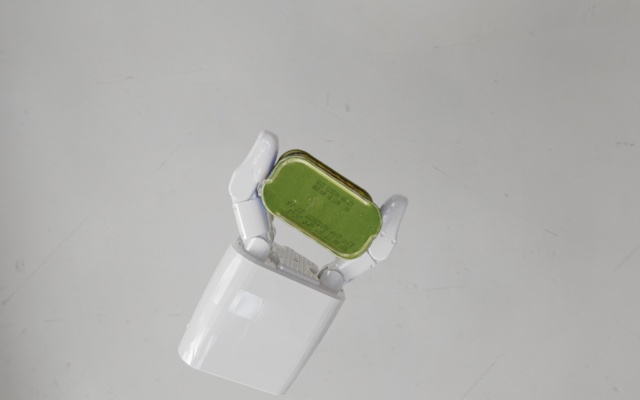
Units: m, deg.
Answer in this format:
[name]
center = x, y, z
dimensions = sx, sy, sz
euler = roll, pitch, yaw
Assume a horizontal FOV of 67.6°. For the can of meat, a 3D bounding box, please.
[can of meat]
center = 0.000, 0.001, 0.407
dimensions = 0.102, 0.057, 0.084
euler = 33, 5, -5
